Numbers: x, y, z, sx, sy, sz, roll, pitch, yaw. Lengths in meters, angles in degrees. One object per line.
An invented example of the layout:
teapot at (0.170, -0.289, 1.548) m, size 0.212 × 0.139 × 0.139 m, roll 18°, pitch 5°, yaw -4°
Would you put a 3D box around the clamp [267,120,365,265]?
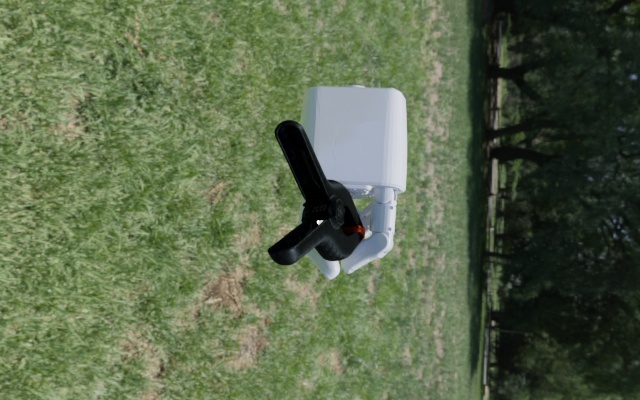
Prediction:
clamp at (0.001, 0.002, 0.441) m, size 0.039 × 0.120 × 0.171 m, roll 0°, pitch -9°, yaw 22°
